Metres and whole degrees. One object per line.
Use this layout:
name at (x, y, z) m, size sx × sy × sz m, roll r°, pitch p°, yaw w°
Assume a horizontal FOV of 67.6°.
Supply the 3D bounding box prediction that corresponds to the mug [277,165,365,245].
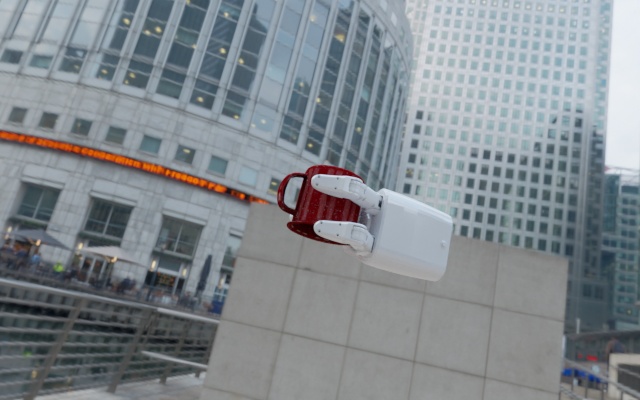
mug at (-0.001, 0.001, 0.613) m, size 0.117 × 0.081 × 0.093 m, roll 20°, pitch -17°, yaw -18°
